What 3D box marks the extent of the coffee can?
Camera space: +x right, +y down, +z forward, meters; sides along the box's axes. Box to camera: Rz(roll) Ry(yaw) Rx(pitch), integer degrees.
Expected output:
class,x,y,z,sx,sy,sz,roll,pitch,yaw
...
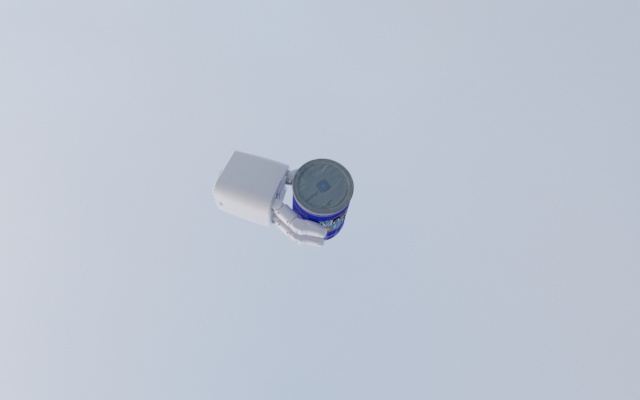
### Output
class,x,y,z,sx,sy,sz,roll,pitch,yaw
coffee can,0.000,0.003,0.851,0.103,0.102,0.140,0,-23,-4
